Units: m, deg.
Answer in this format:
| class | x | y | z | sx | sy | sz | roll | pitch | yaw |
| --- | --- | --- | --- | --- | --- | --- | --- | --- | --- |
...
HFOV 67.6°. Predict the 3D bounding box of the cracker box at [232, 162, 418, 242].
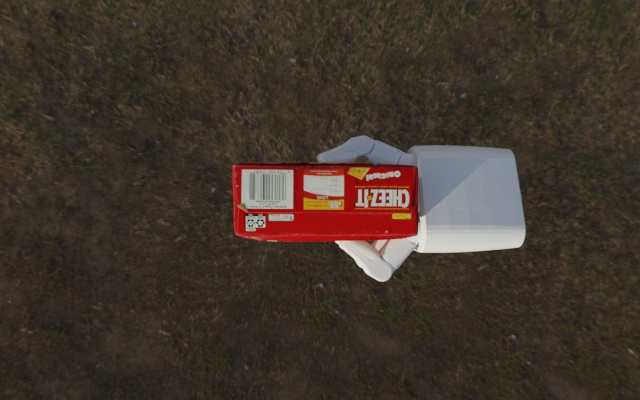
| class | x | y | z | sx | sy | sz | roll | pitch | yaw |
| --- | --- | --- | --- | --- | --- | --- | --- | --- | --- |
| cracker box | 0.000 | 0.002 | 0.517 | 0.164 | 0.072 | 0.213 | 0 | -1 | -3 |
